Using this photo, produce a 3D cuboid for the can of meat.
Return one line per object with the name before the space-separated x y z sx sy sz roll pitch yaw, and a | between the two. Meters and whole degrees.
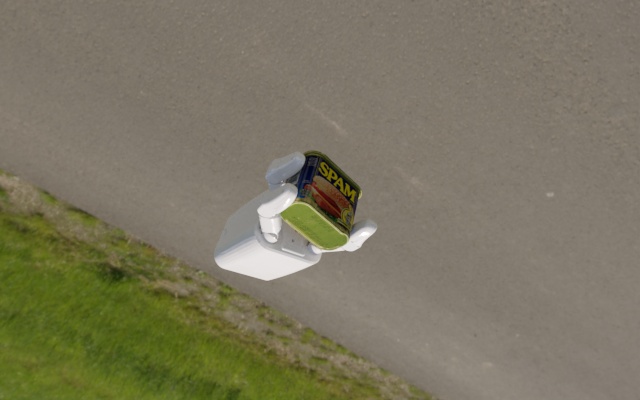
can of meat | 0.000 0.002 0.603 0.057 0.084 0.102 -25 -54 38
